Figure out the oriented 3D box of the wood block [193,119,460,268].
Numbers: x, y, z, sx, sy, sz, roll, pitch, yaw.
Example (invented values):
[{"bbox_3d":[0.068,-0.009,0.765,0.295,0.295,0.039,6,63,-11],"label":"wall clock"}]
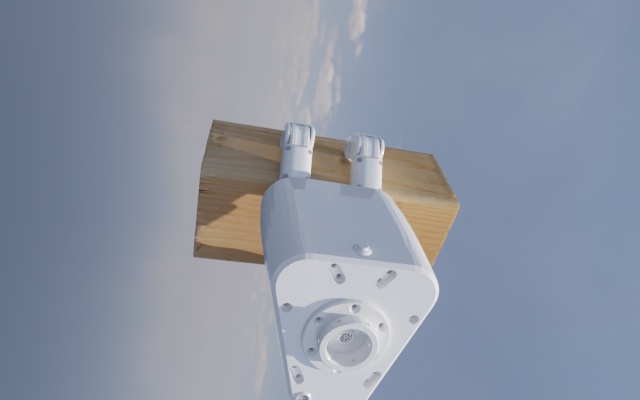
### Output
[{"bbox_3d":[0.000,0.002,0.424,0.206,0.091,0.090,8,34,-11],"label":"wood block"}]
